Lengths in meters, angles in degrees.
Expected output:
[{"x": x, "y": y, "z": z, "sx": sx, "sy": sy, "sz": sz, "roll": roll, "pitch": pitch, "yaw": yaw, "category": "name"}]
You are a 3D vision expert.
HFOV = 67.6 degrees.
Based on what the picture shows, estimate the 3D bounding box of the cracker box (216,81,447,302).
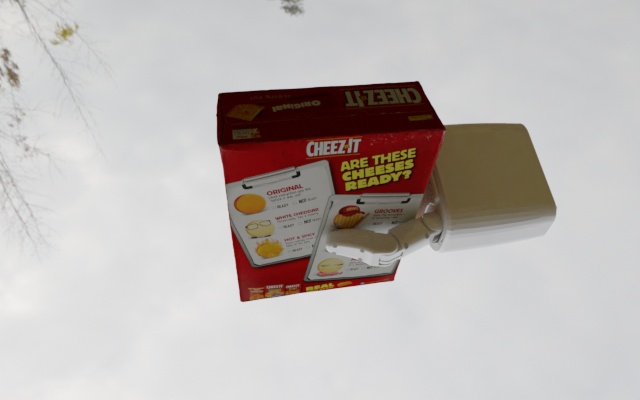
[{"x": 0.000, "y": 0.002, "z": 0.430, "sx": 0.164, "sy": 0.072, "sz": 0.214, "roll": -6, "pitch": -40, "yaw": -9, "category": "cracker box"}]
